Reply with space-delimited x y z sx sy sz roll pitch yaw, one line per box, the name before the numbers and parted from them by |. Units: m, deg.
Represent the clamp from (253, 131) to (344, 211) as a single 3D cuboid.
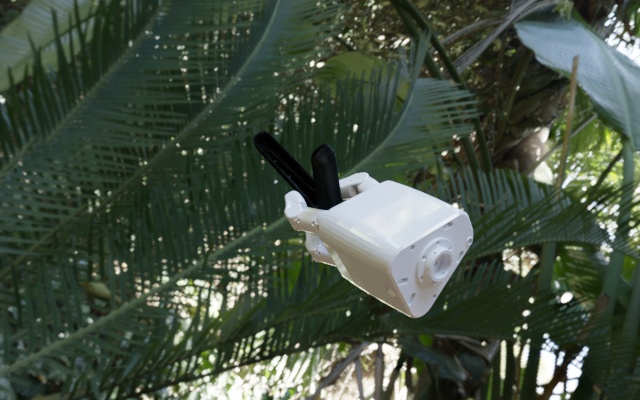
clamp | 0.001 0.002 0.581 0.036 0.210 0.164 -41 36 -16
